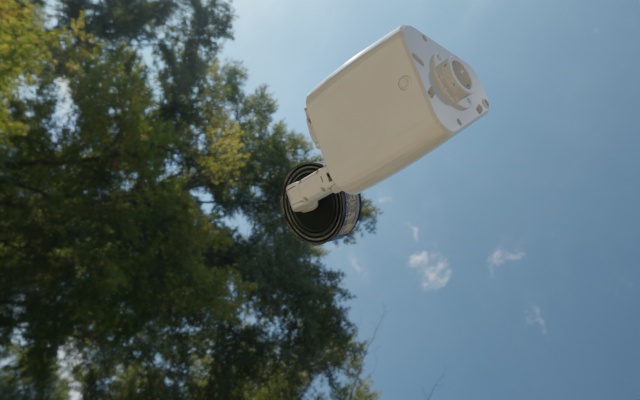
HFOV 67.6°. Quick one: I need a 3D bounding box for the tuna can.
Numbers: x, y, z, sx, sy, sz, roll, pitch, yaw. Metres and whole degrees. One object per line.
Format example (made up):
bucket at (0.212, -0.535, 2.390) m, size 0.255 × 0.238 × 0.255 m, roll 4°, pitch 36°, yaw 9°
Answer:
tuna can at (0.000, 0.002, 0.499) m, size 0.086 × 0.086 × 0.034 m, roll 0°, pitch 6°, yaw 40°
